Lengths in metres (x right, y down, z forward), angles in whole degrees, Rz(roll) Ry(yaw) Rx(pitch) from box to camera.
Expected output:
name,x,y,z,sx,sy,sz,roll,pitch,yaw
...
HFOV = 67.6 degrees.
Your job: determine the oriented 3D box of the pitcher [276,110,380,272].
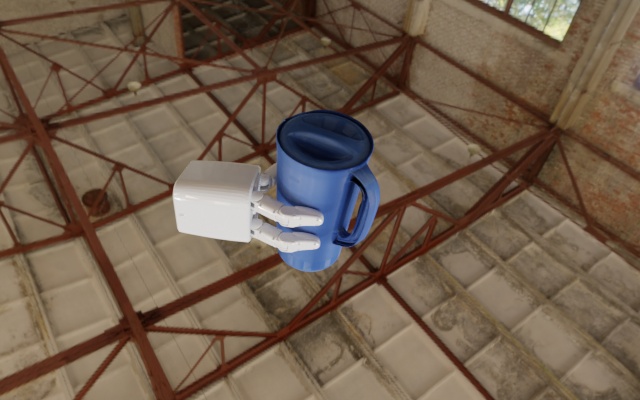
name,x,y,z,sx,sy,sz,roll,pitch,yaw
pitcher,0.000,0.002,0.716,0.145,0.243,0.149,6,44,-3
